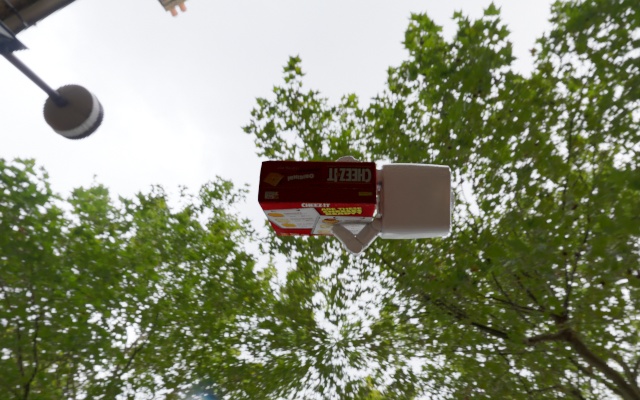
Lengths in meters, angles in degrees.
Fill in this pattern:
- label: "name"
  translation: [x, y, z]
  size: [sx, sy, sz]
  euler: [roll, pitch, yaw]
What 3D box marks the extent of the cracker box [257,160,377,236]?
- label: "cracker box"
  translation: [0.000, 0.003, 0.753]
  size: [0.164, 0.072, 0.214]
  euler: [0, -16, 2]
